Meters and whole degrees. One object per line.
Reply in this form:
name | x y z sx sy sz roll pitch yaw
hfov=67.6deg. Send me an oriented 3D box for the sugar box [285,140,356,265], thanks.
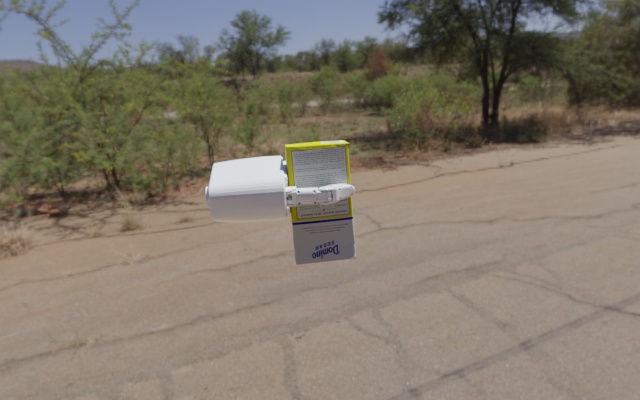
sugar box | 0.000 0.002 0.712 0.093 0.176 0.048 -5 13 -6
